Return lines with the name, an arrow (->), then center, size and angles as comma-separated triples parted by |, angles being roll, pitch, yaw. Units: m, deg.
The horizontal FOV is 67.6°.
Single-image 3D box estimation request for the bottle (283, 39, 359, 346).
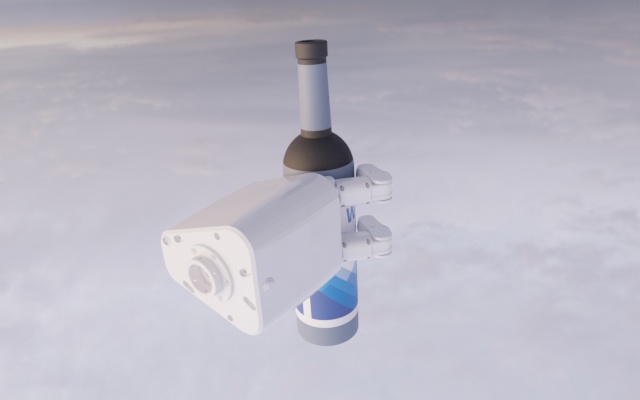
bottle -> 0.000, 0.002, 0.457 | 0.069, 0.296, 0.069 | -3, 24, 1
